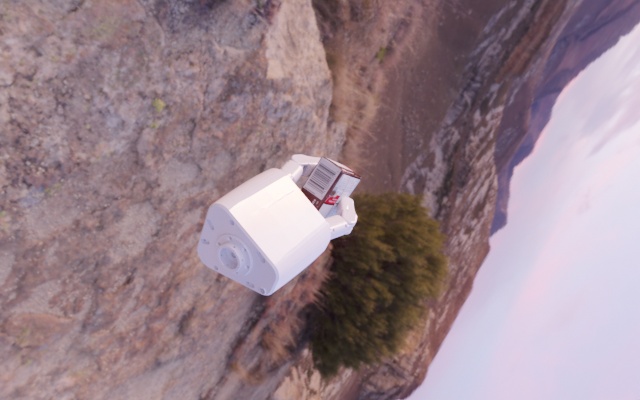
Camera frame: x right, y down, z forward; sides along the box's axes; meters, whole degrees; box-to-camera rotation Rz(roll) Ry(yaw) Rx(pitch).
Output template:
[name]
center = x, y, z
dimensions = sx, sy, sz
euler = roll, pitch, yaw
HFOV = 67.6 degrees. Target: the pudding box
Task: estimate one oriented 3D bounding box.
[pudding box]
center = 0.000, 0.002, 0.634
dimensions = 0.039, 0.113, 0.090
euler = 37, 9, 16
